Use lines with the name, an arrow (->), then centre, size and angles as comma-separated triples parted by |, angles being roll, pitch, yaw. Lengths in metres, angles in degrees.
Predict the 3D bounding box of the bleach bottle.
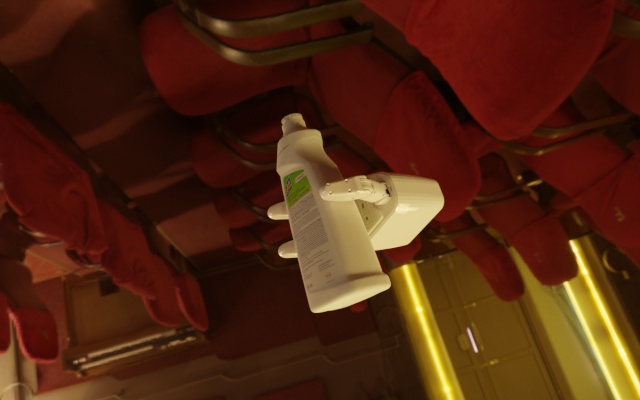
bleach bottle -> 0.000, 0.002, 0.587 | 0.068, 0.250, 0.102 | 1, -25, -40
